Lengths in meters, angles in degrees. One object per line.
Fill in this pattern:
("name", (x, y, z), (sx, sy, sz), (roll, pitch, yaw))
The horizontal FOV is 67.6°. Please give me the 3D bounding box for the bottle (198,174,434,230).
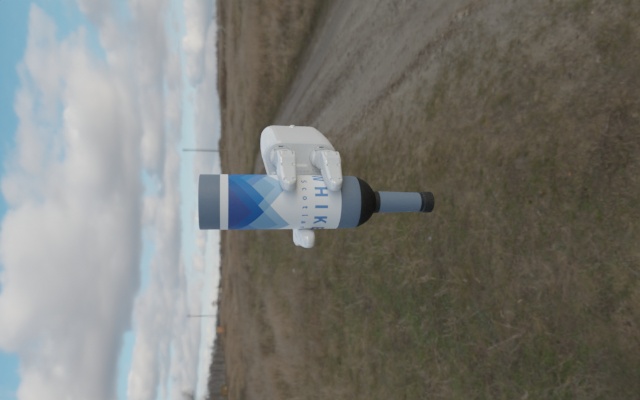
("bottle", (0.000, 0.002, 0.598), (0.296, 0.069, 0.069), (0, 0, -11))
